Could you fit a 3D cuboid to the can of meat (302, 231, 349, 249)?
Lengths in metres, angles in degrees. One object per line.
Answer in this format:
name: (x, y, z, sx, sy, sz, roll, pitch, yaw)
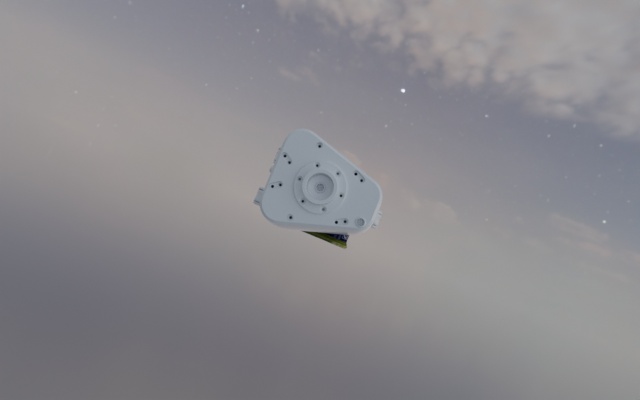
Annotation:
can of meat: (0.000, 0.002, 0.590, 0.102, 0.084, 0.057, 22, -2, 7)
